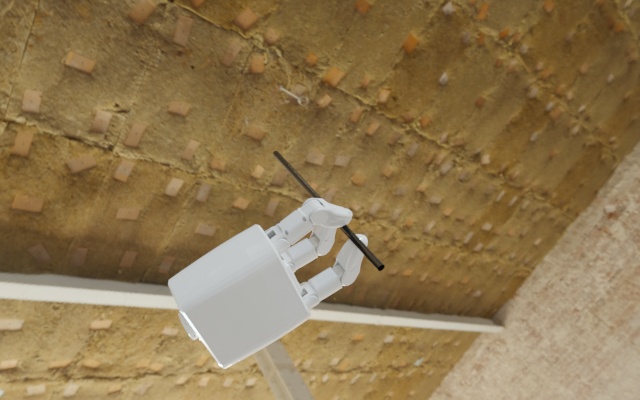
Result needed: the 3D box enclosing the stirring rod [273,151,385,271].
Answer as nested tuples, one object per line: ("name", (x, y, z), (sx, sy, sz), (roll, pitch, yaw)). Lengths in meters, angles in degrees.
("stirring rod", (0.000, 0.002, 0.550), (0.011, 0.011, 0.239), (0, 32, -36))
